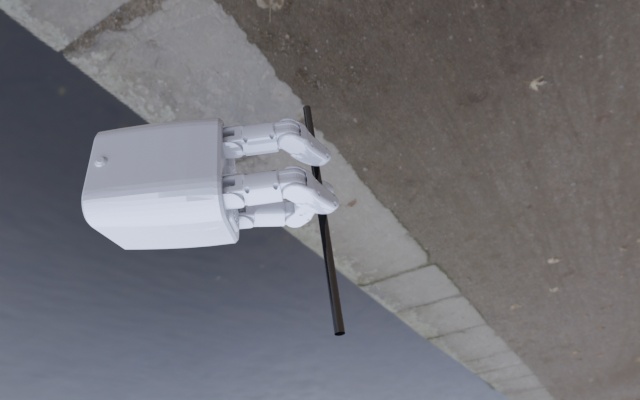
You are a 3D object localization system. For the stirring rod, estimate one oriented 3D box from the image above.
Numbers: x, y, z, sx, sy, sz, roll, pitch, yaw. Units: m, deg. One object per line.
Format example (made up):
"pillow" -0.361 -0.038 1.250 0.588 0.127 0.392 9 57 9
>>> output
"stirring rod" 0.000 0.001 0.420 0.011 0.239 0.011 -5 -36 -4
